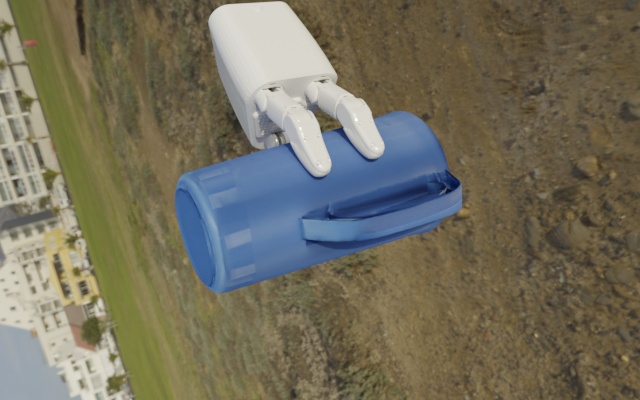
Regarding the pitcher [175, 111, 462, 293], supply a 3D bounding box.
[{"bbox_3d":[0.000,0.001,0.451,0.243,0.145,0.149,-17,-23,-27],"label":"pitcher"}]
